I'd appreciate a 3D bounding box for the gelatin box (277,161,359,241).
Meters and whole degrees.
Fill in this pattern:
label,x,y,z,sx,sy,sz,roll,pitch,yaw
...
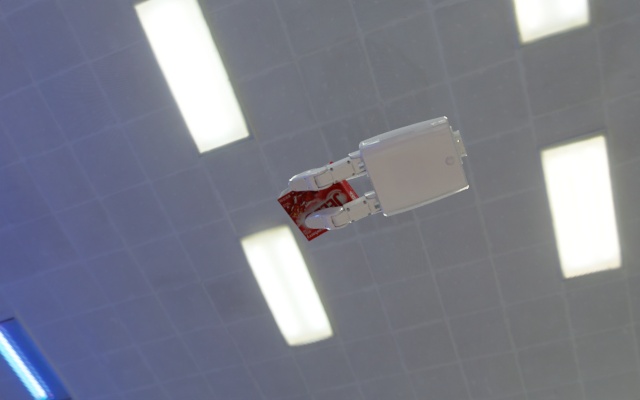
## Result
label,x,y,z,sx,sy,sz,roll,pitch,yaw
gelatin box,0.000,0.002,0.628,0.089,0.073,0.030,-30,16,23
